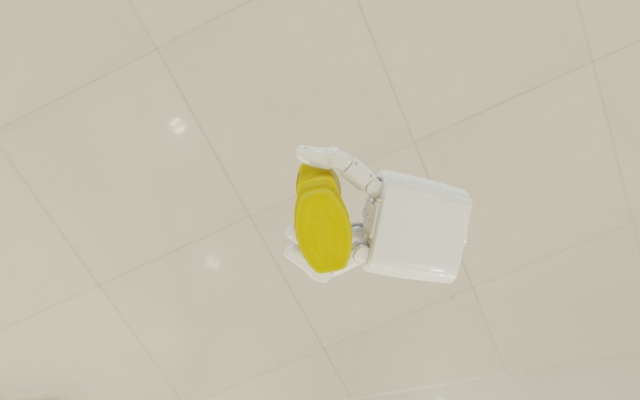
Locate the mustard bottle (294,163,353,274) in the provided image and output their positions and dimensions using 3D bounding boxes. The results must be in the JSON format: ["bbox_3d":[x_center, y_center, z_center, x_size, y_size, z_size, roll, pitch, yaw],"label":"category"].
[{"bbox_3d":[0.000,0.002,0.568,0.058,0.096,0.191,-12,19,2],"label":"mustard bottle"}]
